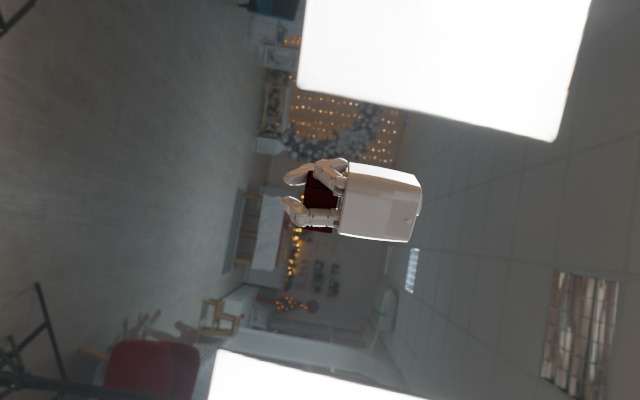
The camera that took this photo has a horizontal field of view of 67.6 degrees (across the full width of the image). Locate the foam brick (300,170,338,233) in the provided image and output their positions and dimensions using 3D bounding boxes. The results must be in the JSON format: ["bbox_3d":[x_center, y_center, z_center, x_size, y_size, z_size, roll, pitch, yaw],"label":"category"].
[{"bbox_3d":[0.000,0.003,0.726,0.051,0.078,0.053,9,33,0],"label":"foam brick"}]
